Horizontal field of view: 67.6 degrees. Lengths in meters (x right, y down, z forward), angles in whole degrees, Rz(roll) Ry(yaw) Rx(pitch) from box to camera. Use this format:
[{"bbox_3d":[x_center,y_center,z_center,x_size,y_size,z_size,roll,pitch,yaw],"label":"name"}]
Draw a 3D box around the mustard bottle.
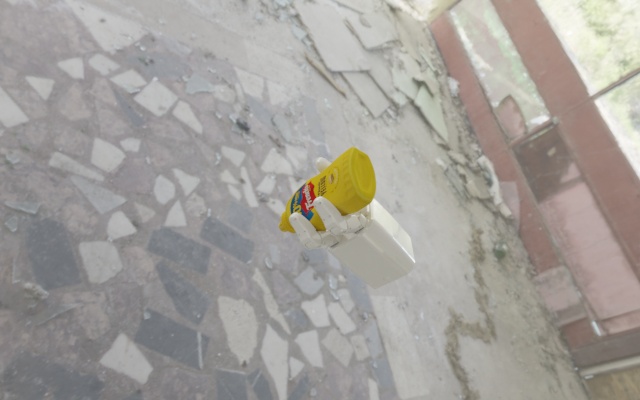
[{"bbox_3d":[0.000,0.002,0.744,0.058,0.096,0.192,25,-44,-34],"label":"mustard bottle"}]
